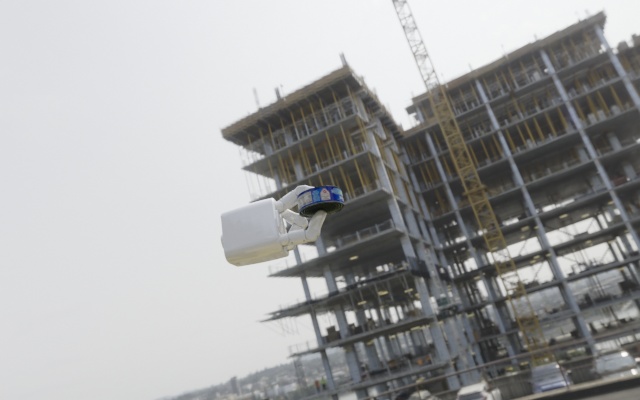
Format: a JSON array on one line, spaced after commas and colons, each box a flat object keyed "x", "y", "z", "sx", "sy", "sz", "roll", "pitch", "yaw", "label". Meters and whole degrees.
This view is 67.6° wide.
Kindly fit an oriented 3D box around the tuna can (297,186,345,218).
[{"x": 0.000, "y": 0.002, "z": 0.881, "sx": 0.086, "sy": 0.033, "sz": 0.086, "roll": -9, "pitch": -18, "yaw": -3, "label": "tuna can"}]
